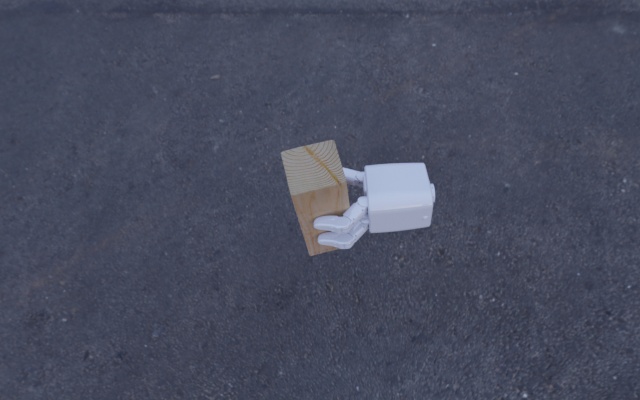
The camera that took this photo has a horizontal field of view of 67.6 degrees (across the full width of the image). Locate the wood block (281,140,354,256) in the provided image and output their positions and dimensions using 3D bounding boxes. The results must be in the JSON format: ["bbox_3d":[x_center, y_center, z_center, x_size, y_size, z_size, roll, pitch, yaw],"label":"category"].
[{"bbox_3d":[0.000,0.002,0.825,0.090,0.090,0.206,-14,-34,-1],"label":"wood block"}]
